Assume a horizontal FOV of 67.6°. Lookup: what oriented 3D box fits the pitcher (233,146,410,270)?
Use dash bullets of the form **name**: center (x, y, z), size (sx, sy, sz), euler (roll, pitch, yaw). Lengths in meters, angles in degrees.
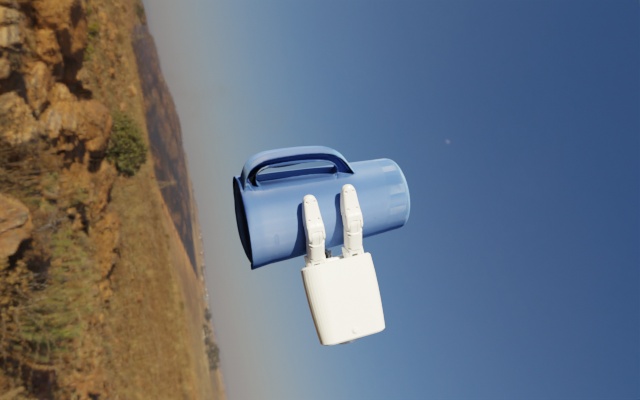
- **pitcher**: center (0.000, 0.002, 0.683), size (0.243, 0.145, 0.149), euler (-11, -6, -15)
